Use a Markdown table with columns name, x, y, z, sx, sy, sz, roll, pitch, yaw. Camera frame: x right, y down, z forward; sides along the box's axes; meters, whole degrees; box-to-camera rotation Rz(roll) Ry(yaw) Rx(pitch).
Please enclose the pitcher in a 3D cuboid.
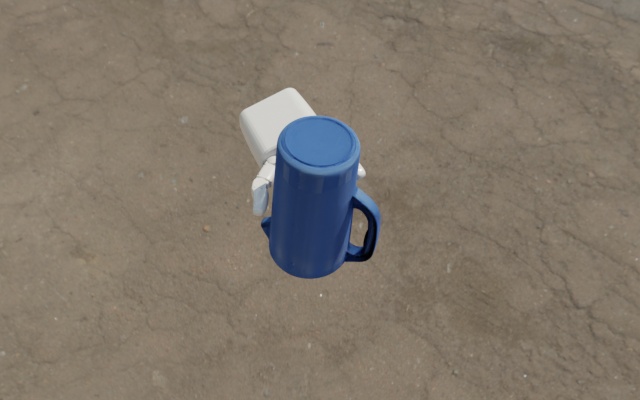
| name | x | y | z | sx | sy | sz | roll | pitch | yaw |
| --- | --- | --- | --- | --- | --- | --- | --- | --- | --- |
| pitcher | 0.000 | 0.002 | 0.694 | 0.149 | 0.145 | 0.243 | -17 | -35 | -18 |
